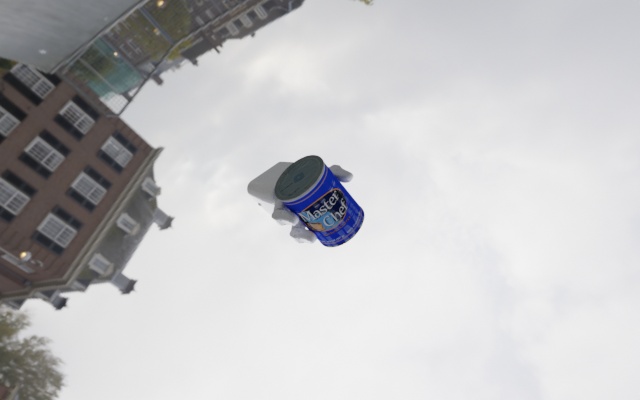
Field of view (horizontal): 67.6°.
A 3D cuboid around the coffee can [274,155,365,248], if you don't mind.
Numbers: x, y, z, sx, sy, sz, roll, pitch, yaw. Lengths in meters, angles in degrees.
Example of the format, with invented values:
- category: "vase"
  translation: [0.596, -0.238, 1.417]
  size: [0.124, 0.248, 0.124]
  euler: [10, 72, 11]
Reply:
- category: "coffee can"
  translation: [0.000, 0.003, 0.854]
  size: [0.103, 0.102, 0.140]
  euler: [0, -39, 45]
